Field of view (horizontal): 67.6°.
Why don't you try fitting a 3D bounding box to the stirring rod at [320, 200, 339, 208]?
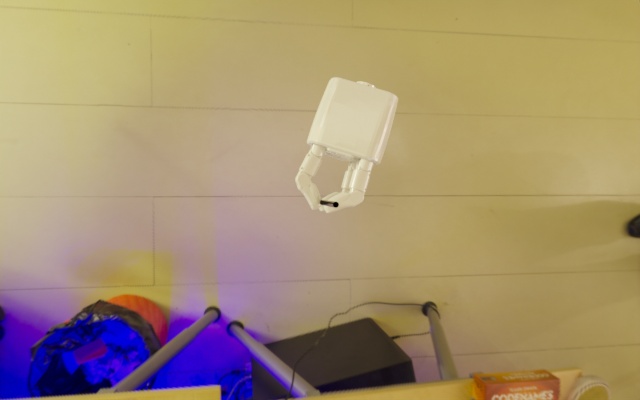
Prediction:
[{"bbox_3d":[0.000,0.002,0.736,0.011,0.011,0.239,0,1,-10],"label":"stirring rod"}]
